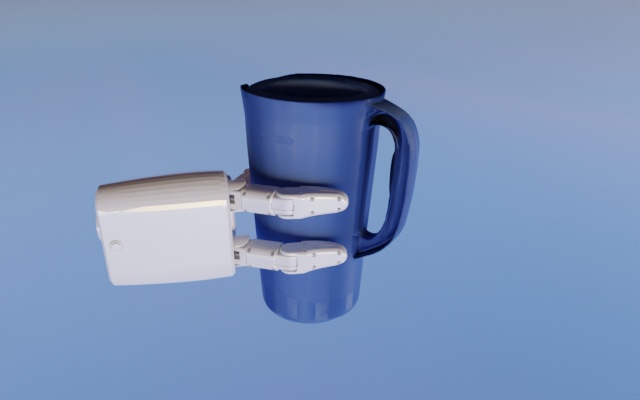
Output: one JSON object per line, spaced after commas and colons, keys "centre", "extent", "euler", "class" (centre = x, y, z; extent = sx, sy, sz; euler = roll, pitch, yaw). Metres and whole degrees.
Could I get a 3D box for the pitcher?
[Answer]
{"centre": [0.000, 0.002, 0.478], "extent": [0.145, 0.243, 0.149], "euler": [-5, 25, -12], "class": "pitcher"}
